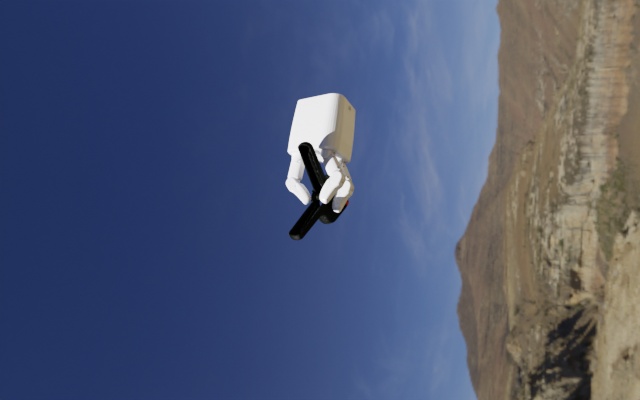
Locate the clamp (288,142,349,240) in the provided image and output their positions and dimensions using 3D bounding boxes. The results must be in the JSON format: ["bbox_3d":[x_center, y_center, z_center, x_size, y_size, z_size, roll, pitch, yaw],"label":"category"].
[{"bbox_3d":[0.000,0.003,0.869,0.036,0.164,0.210,5,-11,24],"label":"clamp"}]
